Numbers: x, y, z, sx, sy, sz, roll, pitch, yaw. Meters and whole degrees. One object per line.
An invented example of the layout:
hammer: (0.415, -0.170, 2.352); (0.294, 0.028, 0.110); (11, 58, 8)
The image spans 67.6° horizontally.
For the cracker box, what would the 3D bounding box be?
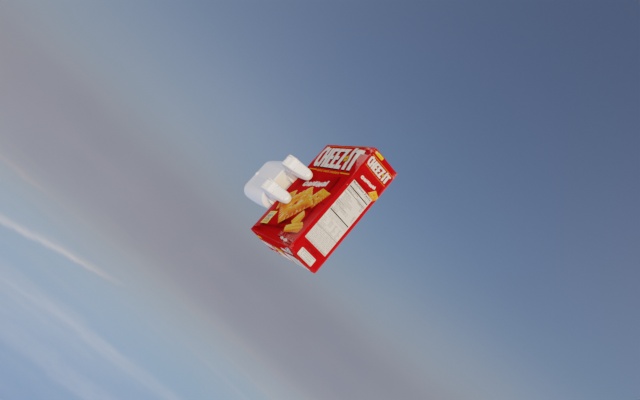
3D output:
cracker box: (0.000, 0.003, 0.801); (0.072, 0.213, 0.164); (47, -15, -26)
